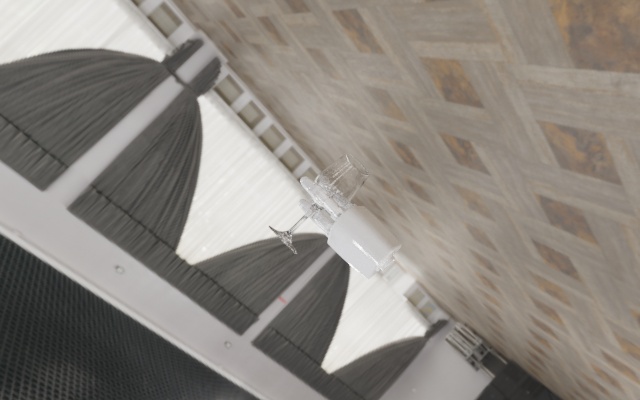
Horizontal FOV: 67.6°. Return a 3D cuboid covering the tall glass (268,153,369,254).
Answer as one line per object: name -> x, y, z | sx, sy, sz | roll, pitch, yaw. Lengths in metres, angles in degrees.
tall glass -> 0.000, 0.003, 0.889 | 0.079, 0.201, 0.079 | 44, -4, 4
